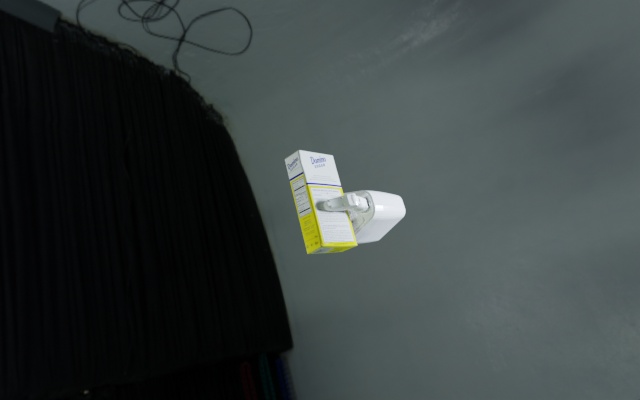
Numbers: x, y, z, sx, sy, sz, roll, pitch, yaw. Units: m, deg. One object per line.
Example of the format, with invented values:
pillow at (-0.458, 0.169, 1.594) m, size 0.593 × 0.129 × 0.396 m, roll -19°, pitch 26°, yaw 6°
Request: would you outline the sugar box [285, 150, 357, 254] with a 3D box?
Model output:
sugar box at (0.000, 0.003, 0.840) m, size 0.048 × 0.176 × 0.093 m, roll -30°, pitch -22°, yaw 38°
